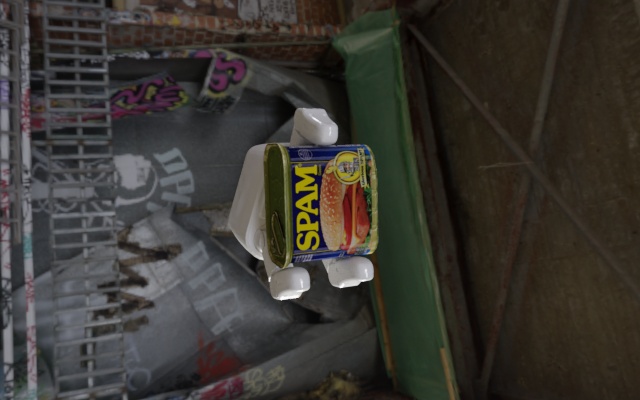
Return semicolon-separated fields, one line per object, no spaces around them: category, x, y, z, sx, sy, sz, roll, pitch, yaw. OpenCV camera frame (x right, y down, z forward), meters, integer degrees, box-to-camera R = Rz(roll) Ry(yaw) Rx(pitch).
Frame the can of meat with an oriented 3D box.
can of meat;0.000;0.001;0.408;0.084;0.102;0.057;-4;7;-22
